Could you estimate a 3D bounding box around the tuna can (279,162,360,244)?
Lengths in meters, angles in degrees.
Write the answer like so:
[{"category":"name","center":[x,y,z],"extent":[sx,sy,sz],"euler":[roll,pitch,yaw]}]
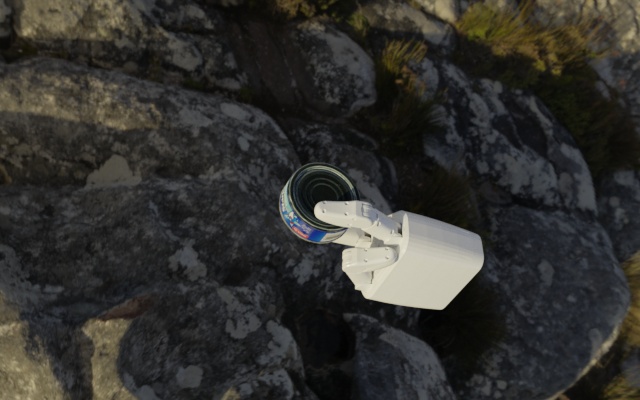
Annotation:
[{"category":"tuna can","center":[0.000,0.001,0.524],"extent":[0.086,0.086,0.034],"euler":[0,-27,-22]}]
